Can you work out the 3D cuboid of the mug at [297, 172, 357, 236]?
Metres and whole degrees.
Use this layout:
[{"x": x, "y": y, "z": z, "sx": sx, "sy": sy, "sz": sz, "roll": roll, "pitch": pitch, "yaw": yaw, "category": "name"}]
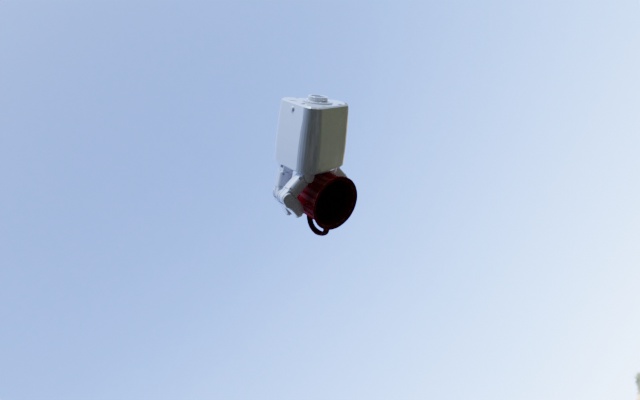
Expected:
[{"x": 0.000, "y": 0.004, "z": 0.808, "sx": 0.093, "sy": 0.117, "sz": 0.081, "roll": -13, "pitch": 28, "yaw": -36, "category": "mug"}]
